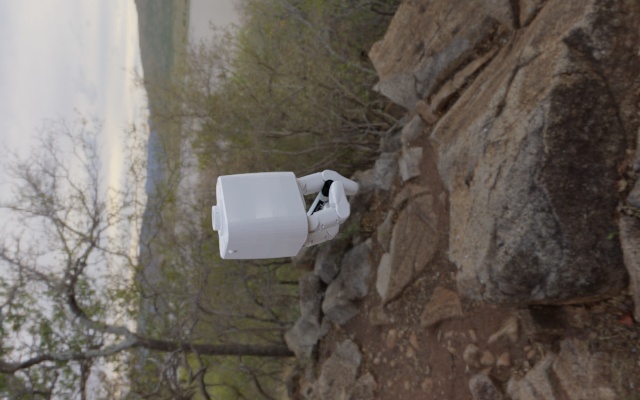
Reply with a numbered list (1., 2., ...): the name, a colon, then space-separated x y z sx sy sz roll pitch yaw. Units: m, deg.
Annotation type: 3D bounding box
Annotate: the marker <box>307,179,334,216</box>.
1. marker: 0.000 0.002 0.724 0.020 0.020 0.121 0 -26 -17
